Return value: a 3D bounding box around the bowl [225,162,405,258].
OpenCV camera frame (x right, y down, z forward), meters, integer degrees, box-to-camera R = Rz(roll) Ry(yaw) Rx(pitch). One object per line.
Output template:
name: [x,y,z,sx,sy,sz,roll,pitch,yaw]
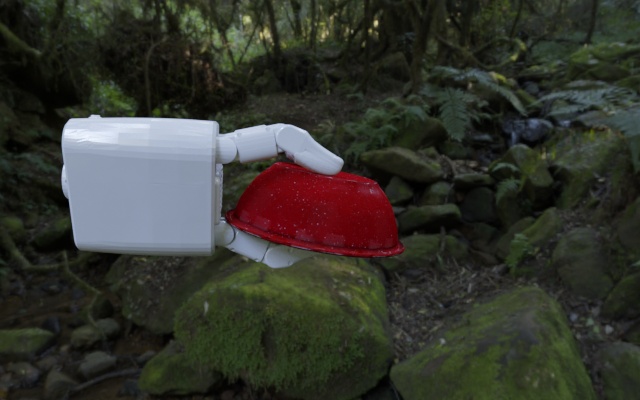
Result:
bowl: [0.001,0.001,0.425,0.162,0.055,0.162,11,7,-1]
